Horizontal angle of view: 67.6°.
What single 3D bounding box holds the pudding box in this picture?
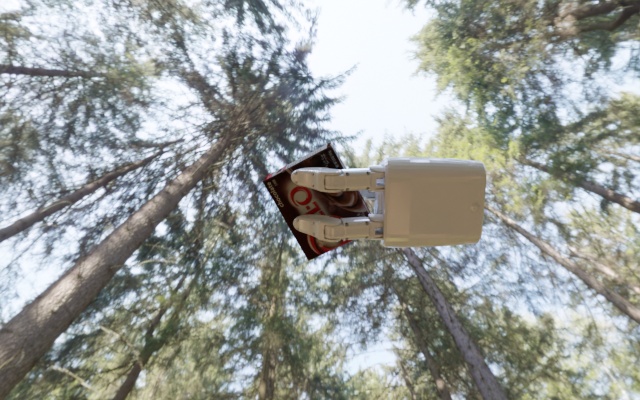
[{"bbox_3d":[0.000,0.002,0.557,0.090,0.113,0.039,-27,11,11],"label":"pudding box"}]
